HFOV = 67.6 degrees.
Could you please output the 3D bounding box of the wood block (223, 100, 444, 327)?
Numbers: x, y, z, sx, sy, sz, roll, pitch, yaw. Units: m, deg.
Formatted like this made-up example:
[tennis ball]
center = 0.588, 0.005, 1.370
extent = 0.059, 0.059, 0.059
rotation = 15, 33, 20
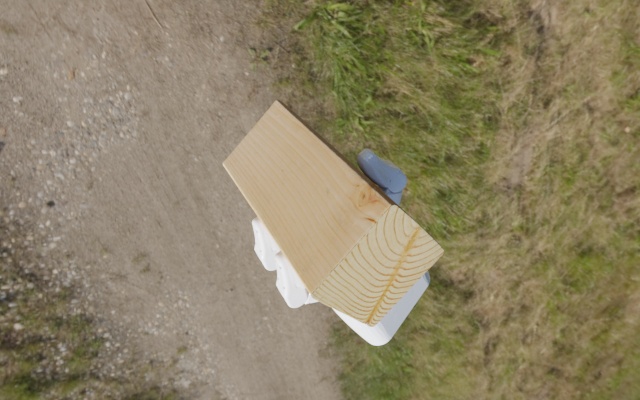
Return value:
[wood block]
center = 0.001, 0.001, 0.436
extent = 0.090, 0.091, 0.206
rotation = 37, 7, -43
